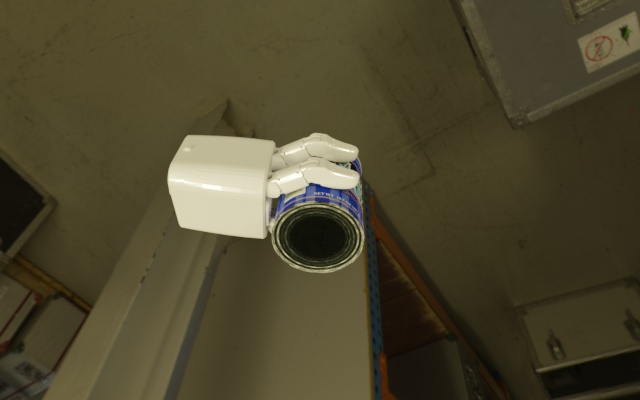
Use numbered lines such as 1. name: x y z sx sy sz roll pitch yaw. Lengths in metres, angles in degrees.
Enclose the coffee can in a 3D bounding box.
1. coffee can: 0.000 0.002 0.577 0.103 0.103 0.140 0 36 3
